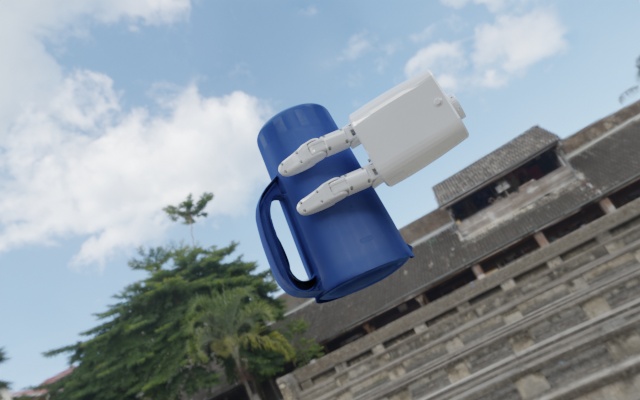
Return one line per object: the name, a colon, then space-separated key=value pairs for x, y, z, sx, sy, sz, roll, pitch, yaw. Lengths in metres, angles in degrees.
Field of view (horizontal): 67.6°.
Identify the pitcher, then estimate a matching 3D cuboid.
pitcher: x=0.000 y=0.002 z=0.611 sx=0.145 sy=0.242 sz=0.149 roll=-30 pitch=-18 yaw=15
